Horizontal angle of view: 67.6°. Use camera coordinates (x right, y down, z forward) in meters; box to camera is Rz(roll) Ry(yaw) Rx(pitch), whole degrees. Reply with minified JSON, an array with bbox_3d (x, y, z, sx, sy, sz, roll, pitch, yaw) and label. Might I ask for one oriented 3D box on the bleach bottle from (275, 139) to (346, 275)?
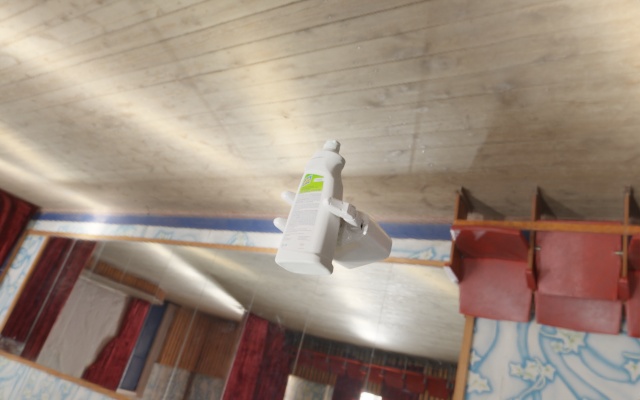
[{"bbox_3d":[0.000,0.003,0.846,0.102,0.250,0.068,-3,-29,36],"label":"bleach bottle"}]
